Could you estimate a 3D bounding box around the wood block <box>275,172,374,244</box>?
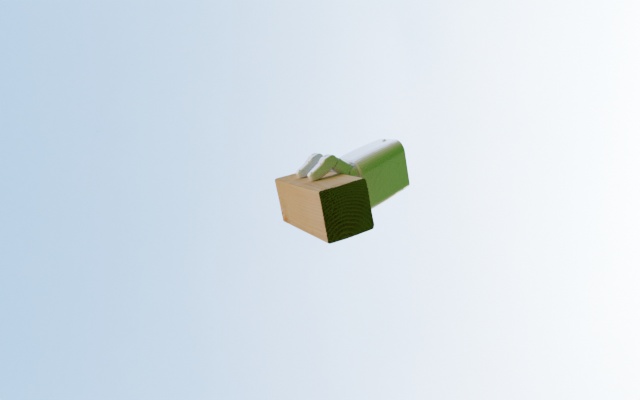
[{"bbox_3d":[0.000,0.003,0.859,0.090,0.091,0.206,-17,14,-22],"label":"wood block"}]
